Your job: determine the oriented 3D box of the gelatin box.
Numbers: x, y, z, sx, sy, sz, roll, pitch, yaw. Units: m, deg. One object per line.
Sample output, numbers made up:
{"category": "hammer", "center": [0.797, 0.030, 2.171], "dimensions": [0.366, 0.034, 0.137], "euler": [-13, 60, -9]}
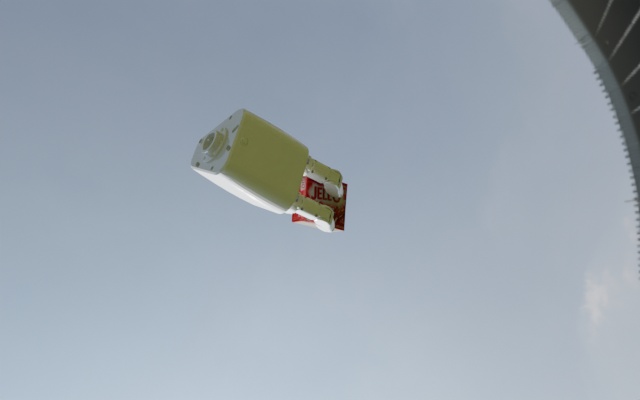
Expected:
{"category": "gelatin box", "center": [0.000, 0.002, 0.694], "dimensions": [0.030, 0.073, 0.089], "euler": [-7, -17, 42]}
